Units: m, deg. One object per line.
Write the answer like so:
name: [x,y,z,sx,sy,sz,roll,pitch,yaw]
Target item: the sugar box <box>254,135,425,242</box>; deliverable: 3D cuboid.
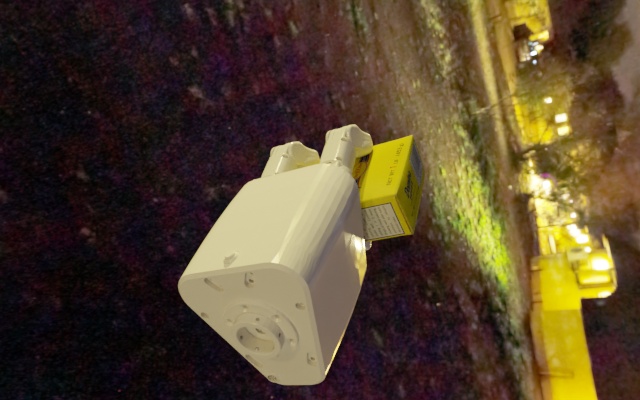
sugar box: [0.000,0.001,0.427,0.176,0.048,0.093,-11,31,27]
